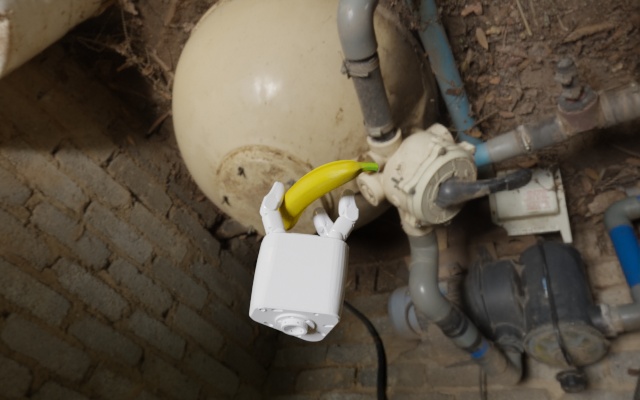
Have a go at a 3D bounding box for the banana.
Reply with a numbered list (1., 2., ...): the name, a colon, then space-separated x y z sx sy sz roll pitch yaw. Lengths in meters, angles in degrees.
1. banana: -0.011 -0.007 0.677 0.070 0.037 0.198 29 -45 -33
